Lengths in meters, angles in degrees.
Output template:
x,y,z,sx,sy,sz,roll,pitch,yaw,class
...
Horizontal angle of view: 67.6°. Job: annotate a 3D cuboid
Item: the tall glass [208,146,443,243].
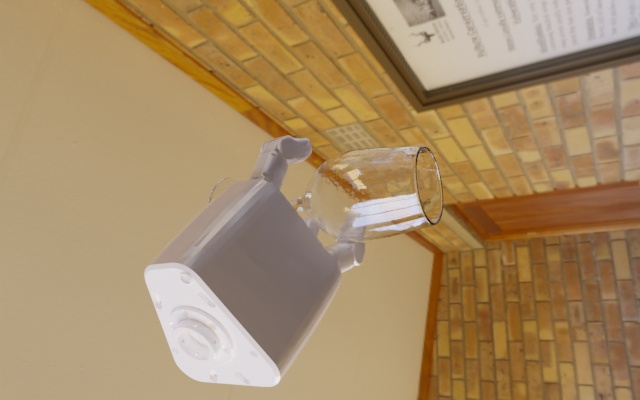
x,y,z,sx,sy,sz,roll,pitch,yaw,class
0.000,0.001,0.418,0.201,0.079,0.079,-9,-5,31,tall glass
